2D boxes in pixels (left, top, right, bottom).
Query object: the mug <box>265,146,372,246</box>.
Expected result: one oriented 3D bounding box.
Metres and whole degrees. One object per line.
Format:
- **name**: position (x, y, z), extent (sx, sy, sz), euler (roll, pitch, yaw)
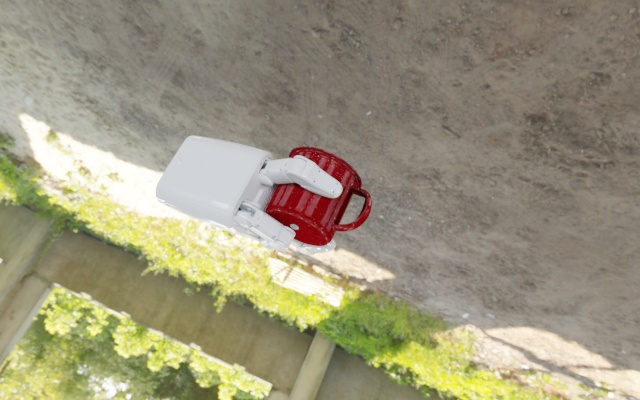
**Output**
- **mug**: position (0.001, 0.002, 0.538), extent (0.117, 0.081, 0.093), euler (16, -25, 22)
